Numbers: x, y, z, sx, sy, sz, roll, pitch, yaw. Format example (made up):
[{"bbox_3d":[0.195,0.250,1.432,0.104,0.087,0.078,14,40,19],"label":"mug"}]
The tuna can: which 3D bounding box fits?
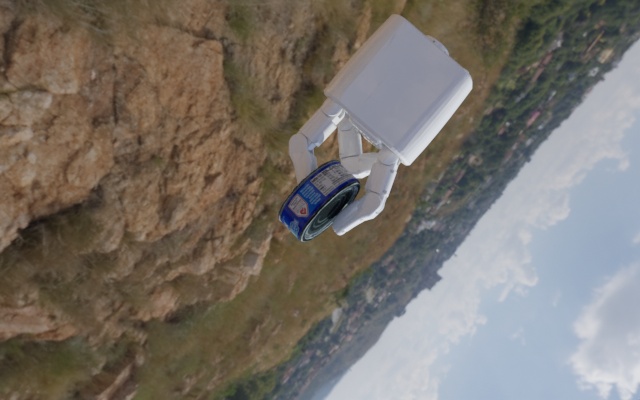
[{"bbox_3d":[0.000,0.002,0.482,0.033,0.086,0.086,45,14,15],"label":"tuna can"}]
